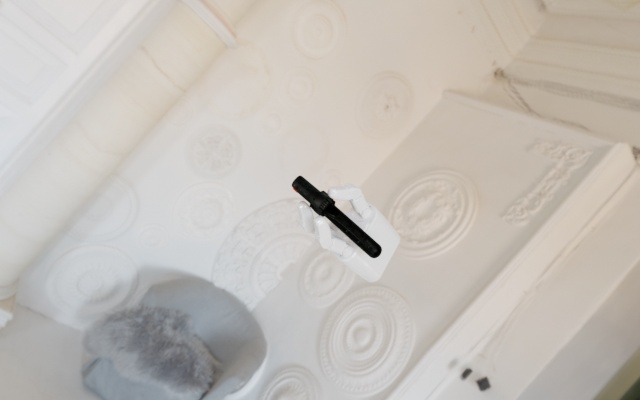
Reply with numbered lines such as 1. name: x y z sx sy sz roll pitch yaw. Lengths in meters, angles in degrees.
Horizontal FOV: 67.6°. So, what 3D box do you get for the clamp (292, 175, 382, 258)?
1. clamp: 0.001 0.002 0.781 0.165 0.036 0.210 45 -2 -43
